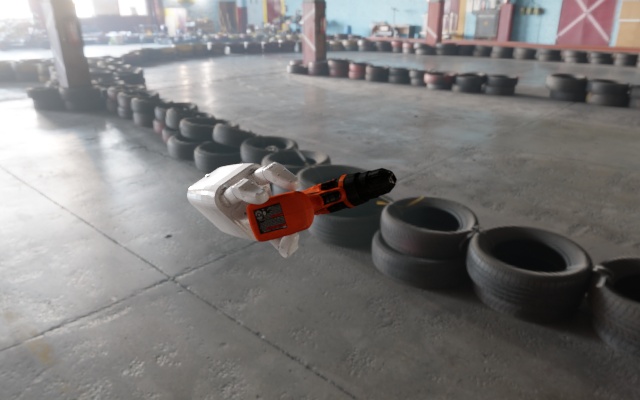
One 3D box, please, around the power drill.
[{"bbox_3d":[0.000,0.002,0.696,0.184,0.057,0.187,-18,0,34],"label":"power drill"}]
